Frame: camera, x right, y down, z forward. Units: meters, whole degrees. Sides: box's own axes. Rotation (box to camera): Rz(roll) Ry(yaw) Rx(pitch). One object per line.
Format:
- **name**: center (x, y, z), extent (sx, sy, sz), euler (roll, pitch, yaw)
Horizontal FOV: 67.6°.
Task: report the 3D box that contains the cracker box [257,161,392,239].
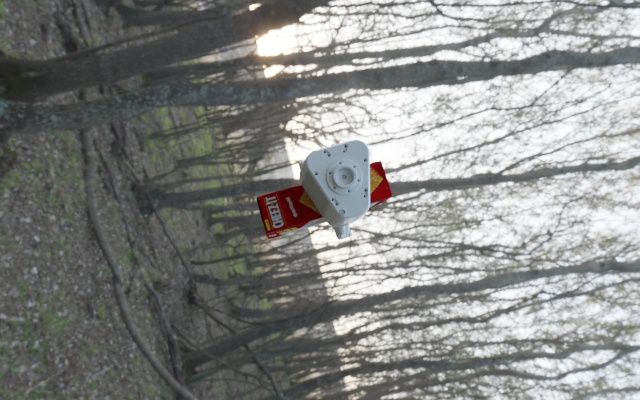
- **cracker box**: center (0.000, 0.003, 0.839), extent (0.213, 0.072, 0.164), euler (-16, -6, -7)
